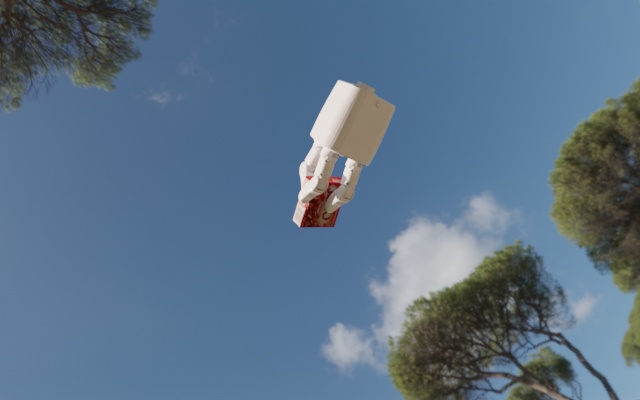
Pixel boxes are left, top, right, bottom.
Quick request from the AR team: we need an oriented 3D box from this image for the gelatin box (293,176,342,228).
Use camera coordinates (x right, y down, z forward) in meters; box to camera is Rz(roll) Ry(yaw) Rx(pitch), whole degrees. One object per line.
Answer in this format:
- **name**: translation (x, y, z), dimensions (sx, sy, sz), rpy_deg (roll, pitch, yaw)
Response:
- **gelatin box**: translation (0.000, 0.003, 0.818), dimensions (0.073, 0.089, 0.030), rpy_deg (1, 27, -35)
